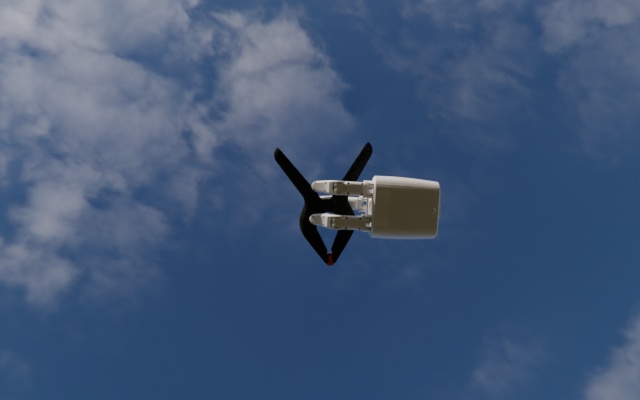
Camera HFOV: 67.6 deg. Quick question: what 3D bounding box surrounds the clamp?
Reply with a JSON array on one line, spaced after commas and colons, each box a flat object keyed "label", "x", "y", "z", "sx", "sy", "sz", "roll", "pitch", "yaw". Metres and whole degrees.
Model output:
[{"label": "clamp", "x": 0.000, "y": 0.003, "z": 0.804, "sx": 0.164, "sy": 0.210, "sz": 0.036, "roll": 3, "pitch": 2, "yaw": 0}]
